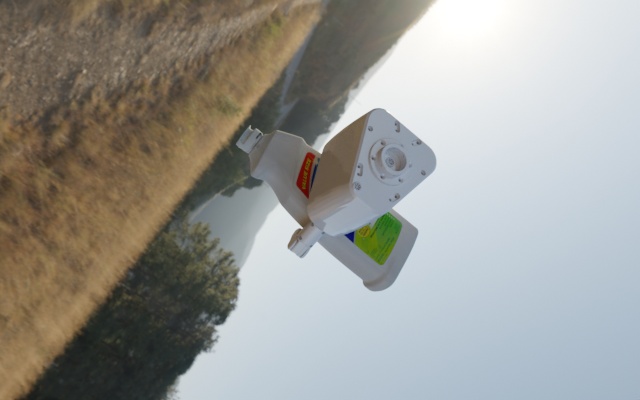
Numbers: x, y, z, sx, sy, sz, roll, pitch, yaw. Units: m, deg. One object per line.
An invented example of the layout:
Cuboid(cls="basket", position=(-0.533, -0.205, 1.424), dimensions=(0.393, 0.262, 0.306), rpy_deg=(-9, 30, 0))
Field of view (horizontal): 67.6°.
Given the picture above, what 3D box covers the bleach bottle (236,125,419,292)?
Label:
Cuboid(cls="bleach bottle", position=(0.000, 0.002, 0.595), dimensions=(0.251, 0.102, 0.068), rpy_deg=(37, -25, -10))
